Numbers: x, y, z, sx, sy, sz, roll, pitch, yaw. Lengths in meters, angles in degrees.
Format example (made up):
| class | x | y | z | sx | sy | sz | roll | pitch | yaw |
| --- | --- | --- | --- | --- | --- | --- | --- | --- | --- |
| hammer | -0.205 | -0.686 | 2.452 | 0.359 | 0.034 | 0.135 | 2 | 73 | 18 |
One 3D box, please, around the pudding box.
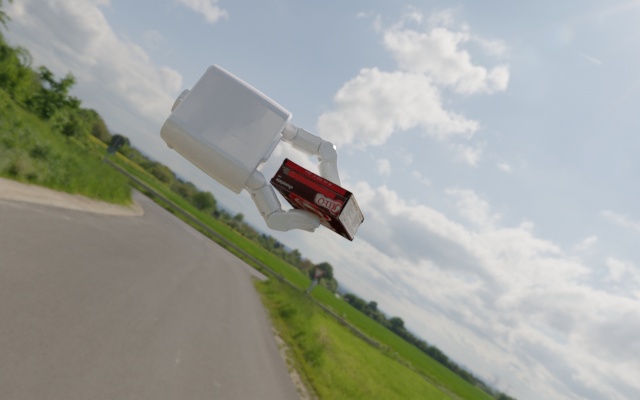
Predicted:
| class | x | y | z | sx | sy | sz | roll | pitch | yaw |
| --- | --- | --- | --- | --- | --- | --- | --- | --- | --- |
| pudding box | 0.000 | 0.002 | 0.560 | 0.090 | 0.039 | 0.113 | 30 | -7 | 19 |
